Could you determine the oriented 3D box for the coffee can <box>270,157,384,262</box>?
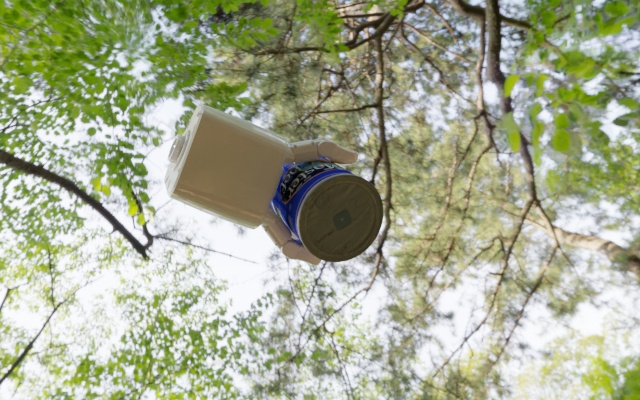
[{"bbox_3d":[0.000,0.002,0.588,0.103,0.103,0.140,0,16,-22],"label":"coffee can"}]
